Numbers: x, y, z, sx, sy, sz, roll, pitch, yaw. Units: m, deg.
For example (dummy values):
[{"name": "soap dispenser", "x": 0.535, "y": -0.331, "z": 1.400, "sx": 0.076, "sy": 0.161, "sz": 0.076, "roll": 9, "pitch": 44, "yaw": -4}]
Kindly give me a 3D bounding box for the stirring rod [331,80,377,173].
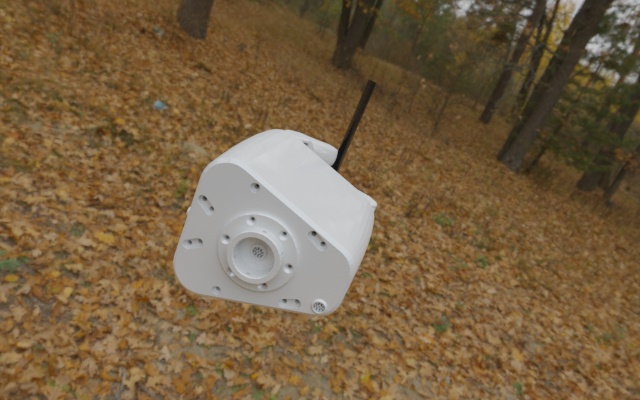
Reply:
[{"name": "stirring rod", "x": 0.000, "y": 0.002, "z": 0.452, "sx": 0.011, "sy": 0.239, "sz": 0.011, "roll": 21, "pitch": 18, "yaw": -7}]
